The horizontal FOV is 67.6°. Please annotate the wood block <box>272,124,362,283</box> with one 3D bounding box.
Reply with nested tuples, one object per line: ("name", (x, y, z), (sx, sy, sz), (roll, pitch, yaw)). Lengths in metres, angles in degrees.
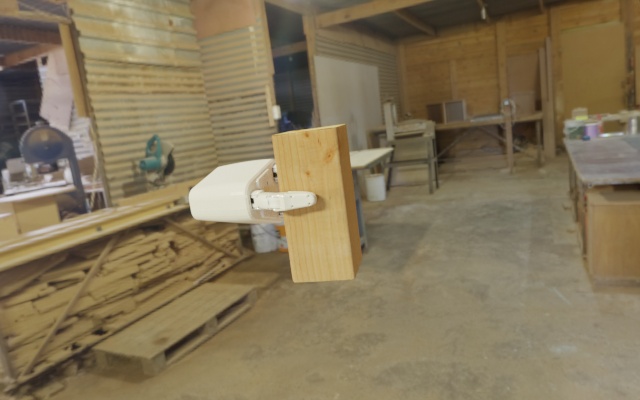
("wood block", (0.000, 0.002, 0.677), (0.090, 0.206, 0.091), (-5, 10, 14))
